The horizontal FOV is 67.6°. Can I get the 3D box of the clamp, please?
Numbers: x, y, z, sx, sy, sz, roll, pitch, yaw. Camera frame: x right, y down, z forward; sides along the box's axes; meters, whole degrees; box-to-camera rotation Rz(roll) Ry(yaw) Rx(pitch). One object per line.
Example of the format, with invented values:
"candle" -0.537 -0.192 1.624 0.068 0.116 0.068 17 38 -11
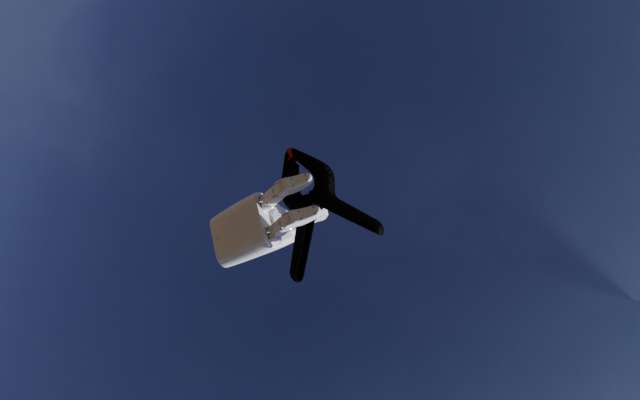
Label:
"clamp" 0.000 0.002 0.743 0.164 0.210 0.036 -25 -23 21
